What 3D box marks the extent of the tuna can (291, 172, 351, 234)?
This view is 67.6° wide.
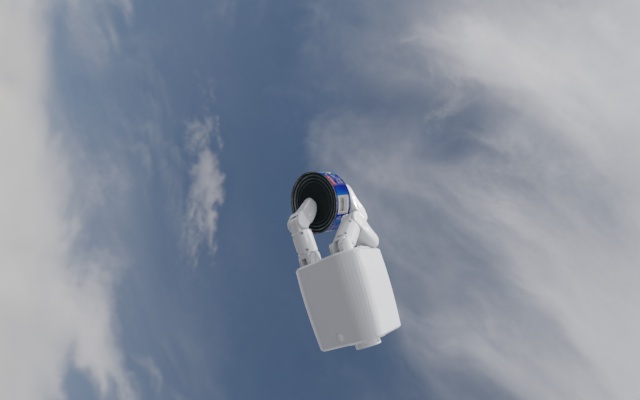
[{"bbox_3d":[0.000,0.002,0.665,0.086,0.086,0.034,0,4,42],"label":"tuna can"}]
